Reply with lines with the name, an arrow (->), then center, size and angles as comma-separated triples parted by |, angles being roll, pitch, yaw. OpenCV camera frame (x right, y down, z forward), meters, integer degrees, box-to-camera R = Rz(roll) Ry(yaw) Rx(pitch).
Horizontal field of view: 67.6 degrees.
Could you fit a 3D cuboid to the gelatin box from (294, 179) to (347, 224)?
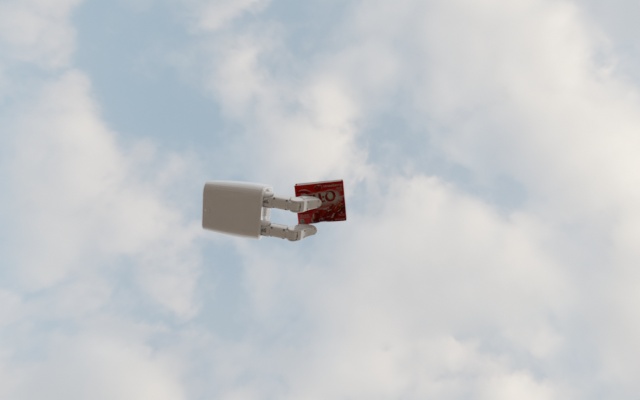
gelatin box -> 0.000, 0.003, 0.858 | 0.089, 0.073, 0.030 | -5, 10, 3
